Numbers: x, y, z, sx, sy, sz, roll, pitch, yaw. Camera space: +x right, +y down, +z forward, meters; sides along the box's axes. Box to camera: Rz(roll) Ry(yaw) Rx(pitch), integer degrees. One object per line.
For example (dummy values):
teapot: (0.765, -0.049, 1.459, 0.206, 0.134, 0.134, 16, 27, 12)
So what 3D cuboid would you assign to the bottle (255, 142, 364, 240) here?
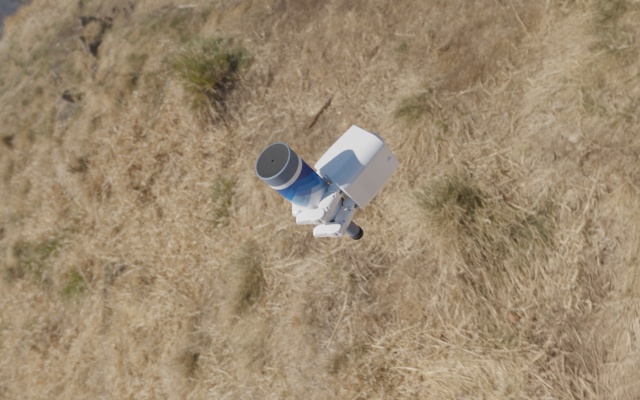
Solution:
bottle: (0.000, 0.003, 0.846, 0.069, 0.069, 0.296, 0, -26, 34)
